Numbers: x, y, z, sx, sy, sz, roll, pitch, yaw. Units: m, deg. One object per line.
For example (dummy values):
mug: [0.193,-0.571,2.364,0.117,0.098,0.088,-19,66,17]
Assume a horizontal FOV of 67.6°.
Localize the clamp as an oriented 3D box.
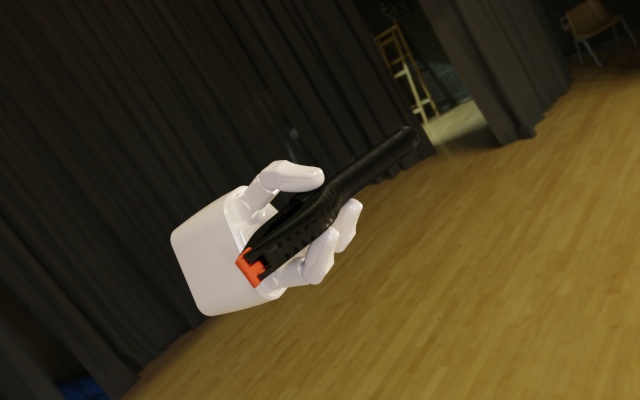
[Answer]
clamp: [-0.001,0.001,0.444,0.164,0.036,0.210,-27,13,37]
